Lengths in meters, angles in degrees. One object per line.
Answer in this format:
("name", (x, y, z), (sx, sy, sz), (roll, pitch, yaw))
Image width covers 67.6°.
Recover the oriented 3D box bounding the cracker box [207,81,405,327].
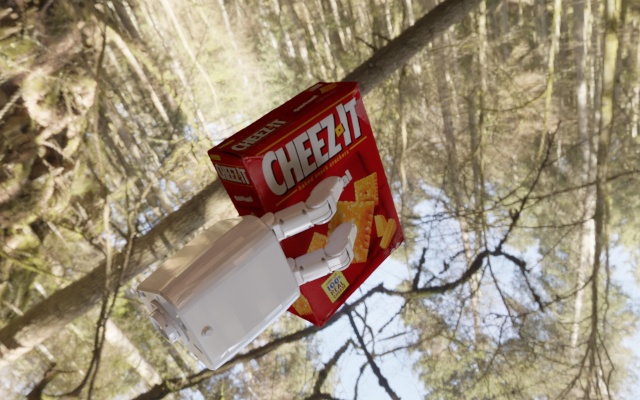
("cracker box", (0.000, 0.002, 0.522), (0.072, 0.214, 0.164), (13, 43, 46))
